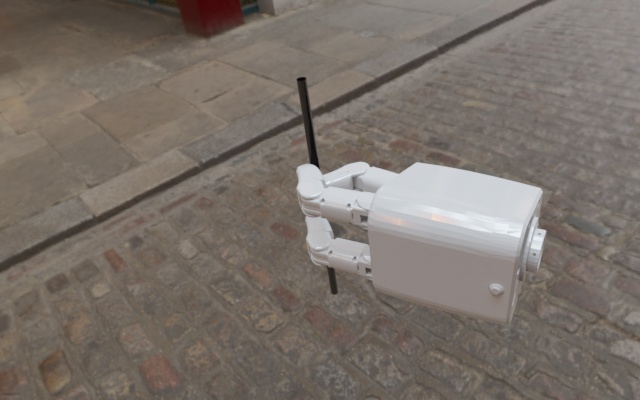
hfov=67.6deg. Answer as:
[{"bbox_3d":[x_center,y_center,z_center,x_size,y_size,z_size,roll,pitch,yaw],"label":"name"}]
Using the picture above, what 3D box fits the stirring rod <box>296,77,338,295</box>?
[{"bbox_3d":[0.000,0.002,0.445,0.011,0.240,0.011,-6,35,4],"label":"stirring rod"}]
